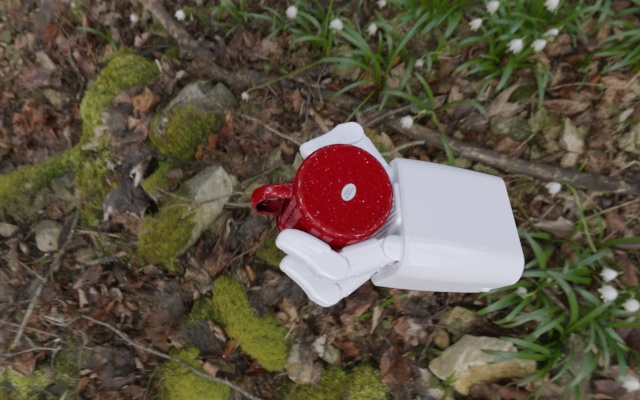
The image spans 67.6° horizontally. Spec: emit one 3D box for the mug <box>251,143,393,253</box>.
[{"bbox_3d":[-0.001,0.001,0.406,0.117,0.093,0.081,7,-19,-11],"label":"mug"}]
